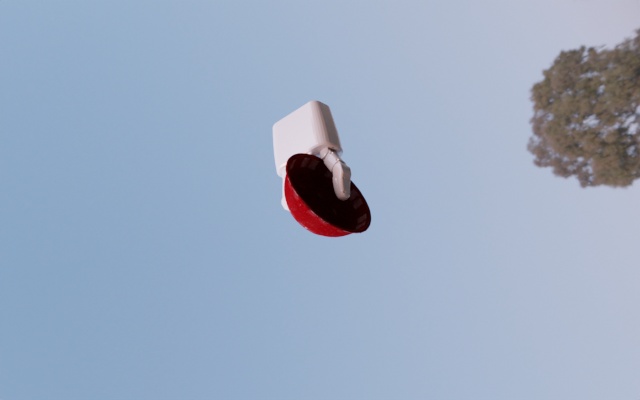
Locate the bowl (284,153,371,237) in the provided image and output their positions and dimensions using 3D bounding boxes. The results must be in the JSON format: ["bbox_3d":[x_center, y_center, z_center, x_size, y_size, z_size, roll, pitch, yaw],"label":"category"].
[{"bbox_3d":[0.000,0.004,0.738,0.162,0.162,0.055,0,-41,-51],"label":"bowl"}]
